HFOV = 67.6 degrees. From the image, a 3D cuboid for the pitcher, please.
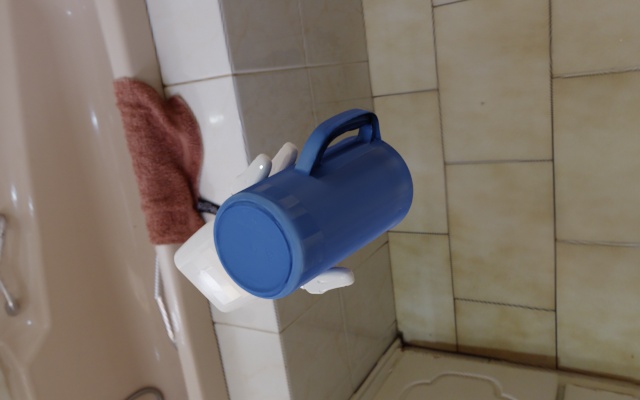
[{"bbox_3d":[0.000,0.002,0.533,0.145,0.149,0.242,-32,-2,36],"label":"pitcher"}]
